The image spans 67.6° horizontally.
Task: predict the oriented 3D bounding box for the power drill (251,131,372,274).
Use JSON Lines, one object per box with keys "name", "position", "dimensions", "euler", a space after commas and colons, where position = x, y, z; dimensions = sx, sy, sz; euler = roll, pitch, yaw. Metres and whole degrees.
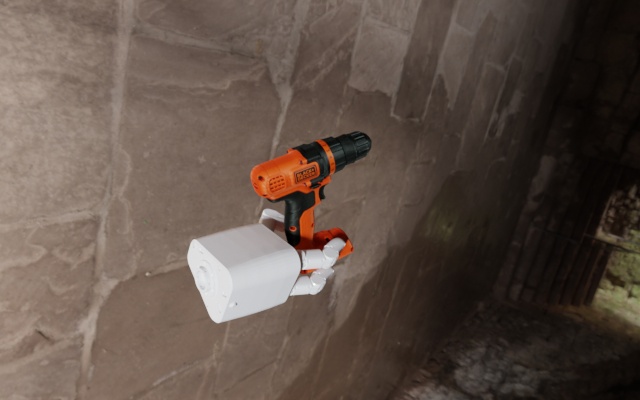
{"name": "power drill", "position": [0.000, 0.003, 0.699], "dimensions": [0.184, 0.188, 0.057], "euler": [-21, 32, -20]}
